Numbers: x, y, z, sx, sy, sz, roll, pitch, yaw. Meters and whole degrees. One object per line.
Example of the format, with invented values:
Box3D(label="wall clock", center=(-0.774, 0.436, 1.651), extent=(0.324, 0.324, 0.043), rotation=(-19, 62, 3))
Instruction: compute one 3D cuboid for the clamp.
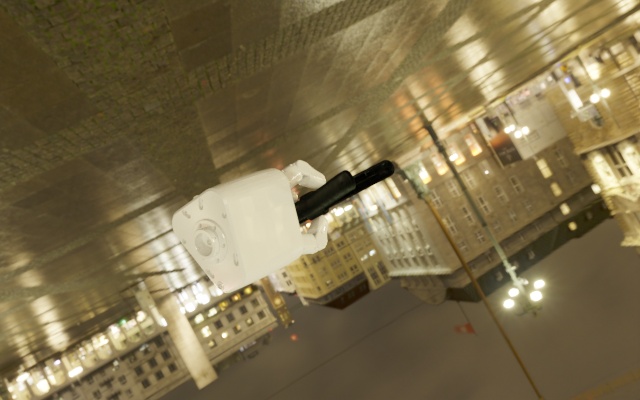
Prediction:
Box3D(label="clamp", center=(0.000, 0.003, 0.658), extent=(0.210, 0.036, 0.164), rotation=(-30, -6, 34))
